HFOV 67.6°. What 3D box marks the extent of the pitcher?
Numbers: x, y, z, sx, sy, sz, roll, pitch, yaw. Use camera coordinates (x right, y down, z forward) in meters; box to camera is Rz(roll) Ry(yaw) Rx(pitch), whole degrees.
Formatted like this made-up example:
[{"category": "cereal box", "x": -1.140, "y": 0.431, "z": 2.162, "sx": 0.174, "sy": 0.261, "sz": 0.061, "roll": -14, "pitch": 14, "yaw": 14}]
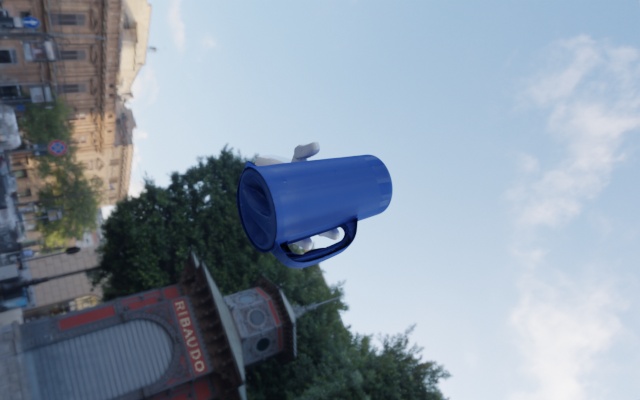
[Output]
[{"category": "pitcher", "x": 0.000, "y": 0.002, "z": 0.774, "sx": 0.243, "sy": 0.149, "sz": 0.145, "roll": -12, "pitch": 20, "yaw": -31}]
